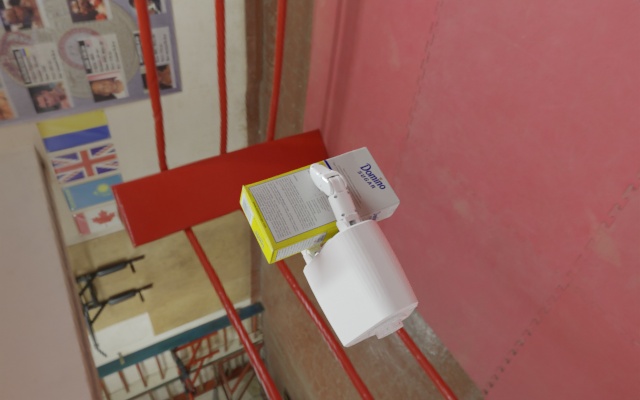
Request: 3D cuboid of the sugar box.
[{"bbox_3d":[0.000,0.002,0.590,0.176,0.093,0.048,-18,-24,-24],"label":"sugar box"}]
